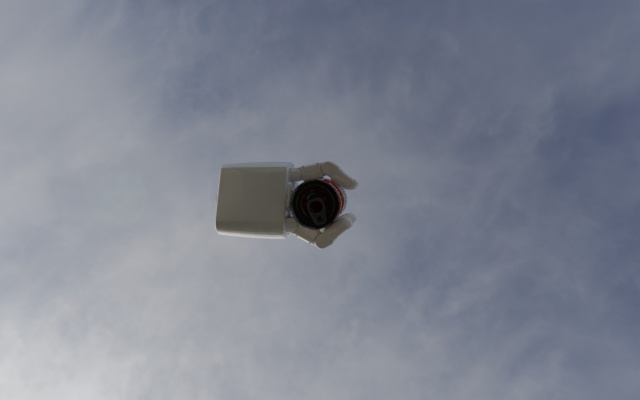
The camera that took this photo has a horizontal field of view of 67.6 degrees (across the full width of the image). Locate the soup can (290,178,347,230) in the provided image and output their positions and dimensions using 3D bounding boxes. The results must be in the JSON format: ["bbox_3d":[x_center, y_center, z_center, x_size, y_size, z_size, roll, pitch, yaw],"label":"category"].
[{"bbox_3d":[0.001,0.002,0.687,0.068,0.068,0.102,0,4,9],"label":"soup can"}]
